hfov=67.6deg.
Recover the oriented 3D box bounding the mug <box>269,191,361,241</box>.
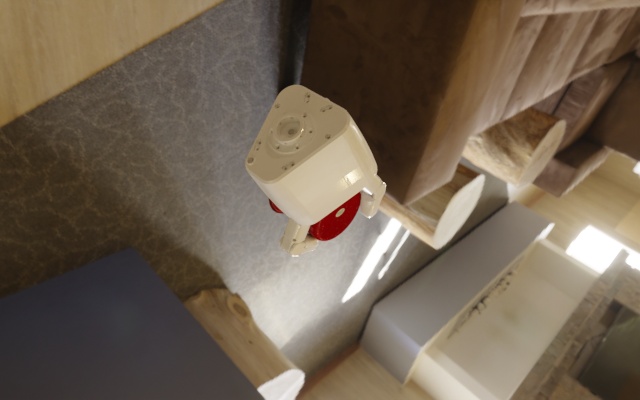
[{"bbox_3d":[0.001,0.003,0.610,0.081,0.093,0.117,36,-7,30],"label":"mug"}]
